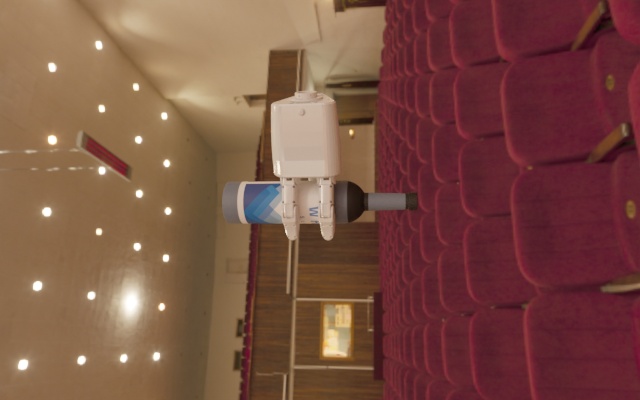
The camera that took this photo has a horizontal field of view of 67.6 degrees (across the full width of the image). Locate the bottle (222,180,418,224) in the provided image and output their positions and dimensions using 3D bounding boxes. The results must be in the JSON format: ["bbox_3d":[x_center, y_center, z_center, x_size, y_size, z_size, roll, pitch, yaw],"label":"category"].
[{"bbox_3d":[0.000,0.003,0.741,0.296,0.069,0.069,0,0,7],"label":"bottle"}]
